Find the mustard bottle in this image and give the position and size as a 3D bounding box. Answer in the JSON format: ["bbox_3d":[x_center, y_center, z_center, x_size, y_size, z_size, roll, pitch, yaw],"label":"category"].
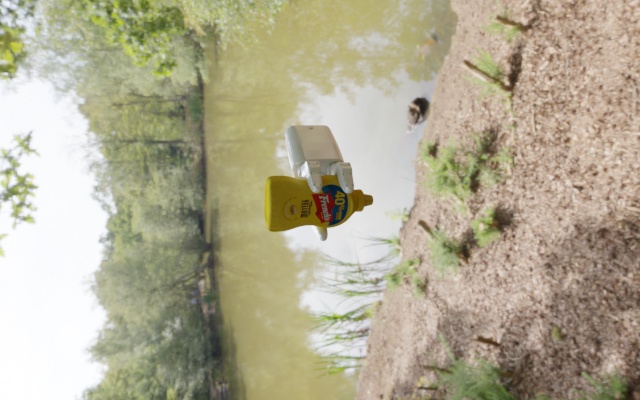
[{"bbox_3d":[0.000,0.003,0.835,0.191,0.096,0.058,-3,24,-15],"label":"mustard bottle"}]
